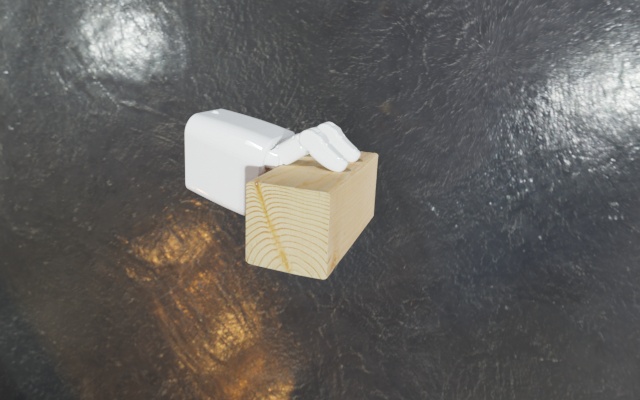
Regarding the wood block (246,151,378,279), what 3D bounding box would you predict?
[{"bbox_3d":[0.000,0.002,0.556,0.090,0.091,0.206,9,19,17],"label":"wood block"}]
